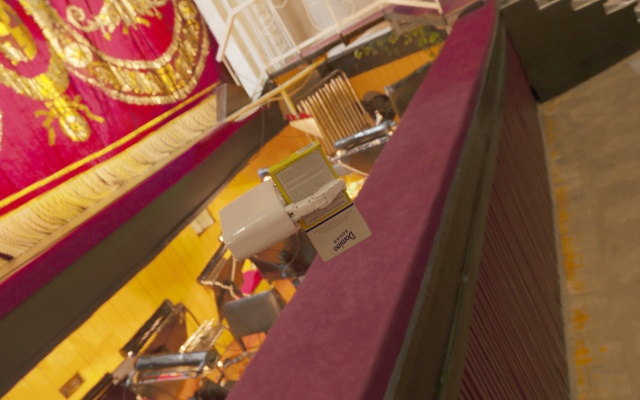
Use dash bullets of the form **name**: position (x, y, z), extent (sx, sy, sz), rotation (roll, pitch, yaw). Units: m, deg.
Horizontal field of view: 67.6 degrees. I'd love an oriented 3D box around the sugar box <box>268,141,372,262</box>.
- **sugar box**: position (0.000, 0.002, 0.773), extent (0.093, 0.176, 0.048), rotation (-30, 18, 1)
